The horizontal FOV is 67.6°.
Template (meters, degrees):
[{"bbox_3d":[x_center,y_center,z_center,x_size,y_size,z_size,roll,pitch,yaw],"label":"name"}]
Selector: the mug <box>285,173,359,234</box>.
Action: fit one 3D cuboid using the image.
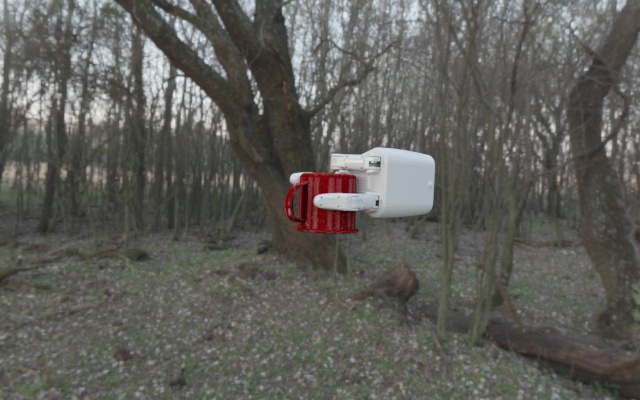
[{"bbox_3d":[-0.001,0.002,0.674,0.117,0.081,0.093,1,3,-36],"label":"mug"}]
